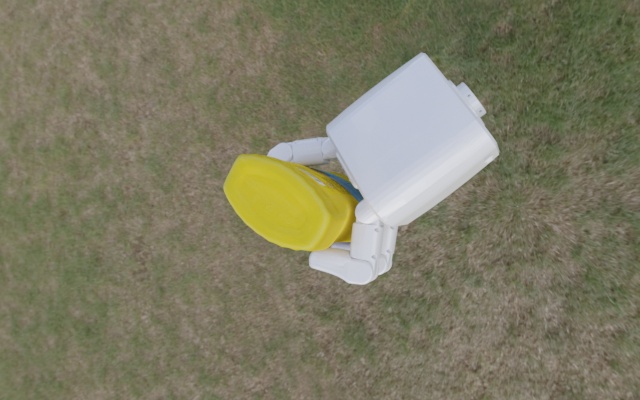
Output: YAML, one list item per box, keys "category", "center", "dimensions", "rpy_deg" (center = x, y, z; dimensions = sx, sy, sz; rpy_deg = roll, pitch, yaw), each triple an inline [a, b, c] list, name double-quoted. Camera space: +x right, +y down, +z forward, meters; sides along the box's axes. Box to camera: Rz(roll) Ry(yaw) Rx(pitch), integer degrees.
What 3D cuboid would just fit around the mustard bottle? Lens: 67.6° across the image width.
- category: "mustard bottle"
  center: [0.000, 0.002, 0.442]
  dimensions: [0.096, 0.058, 0.191]
  rpy_deg: [32, 11, 20]
